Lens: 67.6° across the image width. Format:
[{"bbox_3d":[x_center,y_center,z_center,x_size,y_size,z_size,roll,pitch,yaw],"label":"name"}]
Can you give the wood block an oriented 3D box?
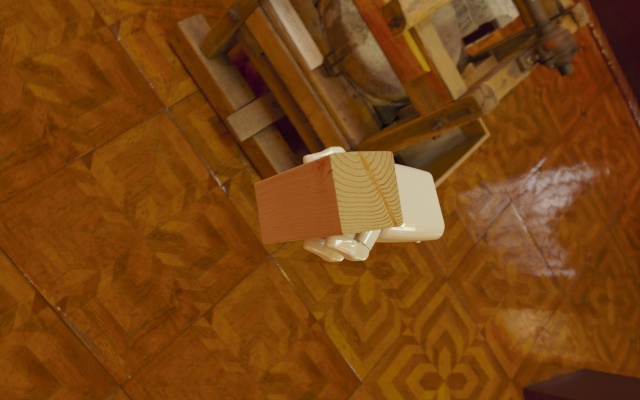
[{"bbox_3d":[0.000,0.002,0.617,0.090,0.091,0.206,-6,-4,-32],"label":"wood block"}]
